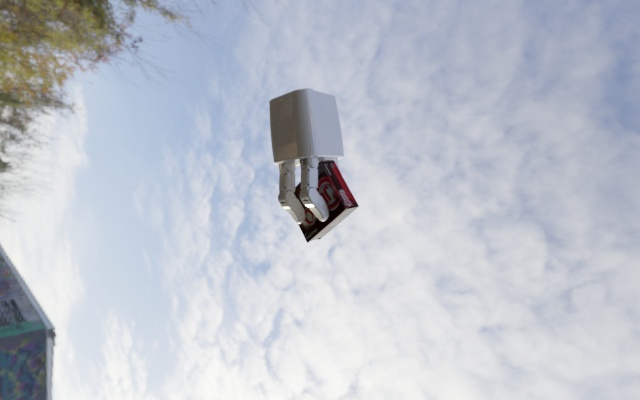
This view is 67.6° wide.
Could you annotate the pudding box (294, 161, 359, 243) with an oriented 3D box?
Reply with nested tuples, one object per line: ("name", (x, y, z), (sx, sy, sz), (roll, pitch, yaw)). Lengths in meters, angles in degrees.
("pudding box", (0.000, 0.002, 0.780), (0.039, 0.090, 0.113), (-9, -26, -42))
